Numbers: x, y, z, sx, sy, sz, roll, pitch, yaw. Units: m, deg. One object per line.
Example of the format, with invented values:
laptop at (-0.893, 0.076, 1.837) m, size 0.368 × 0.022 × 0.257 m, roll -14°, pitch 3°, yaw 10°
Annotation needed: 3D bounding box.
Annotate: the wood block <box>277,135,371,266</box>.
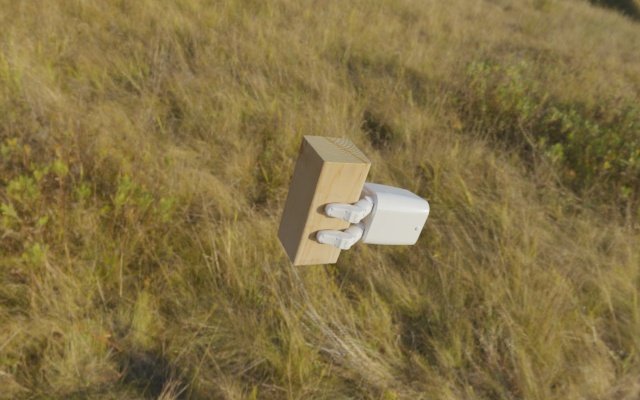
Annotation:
wood block at (0.000, 0.002, 0.821) m, size 0.090 × 0.206 × 0.090 m, roll 0°, pitch 34°, yaw -28°
